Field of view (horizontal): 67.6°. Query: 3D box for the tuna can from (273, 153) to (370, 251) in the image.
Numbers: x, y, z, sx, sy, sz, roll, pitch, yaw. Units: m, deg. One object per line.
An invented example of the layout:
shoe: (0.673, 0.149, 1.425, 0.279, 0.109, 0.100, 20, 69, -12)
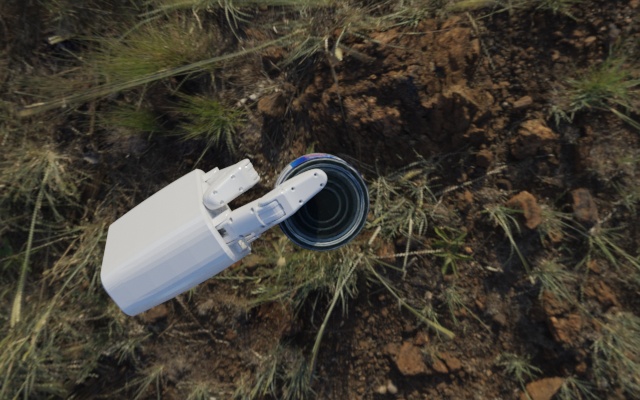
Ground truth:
tuna can: (0.000, 0.001, 0.429, 0.086, 0.086, 0.033, 0, 11, -9)
